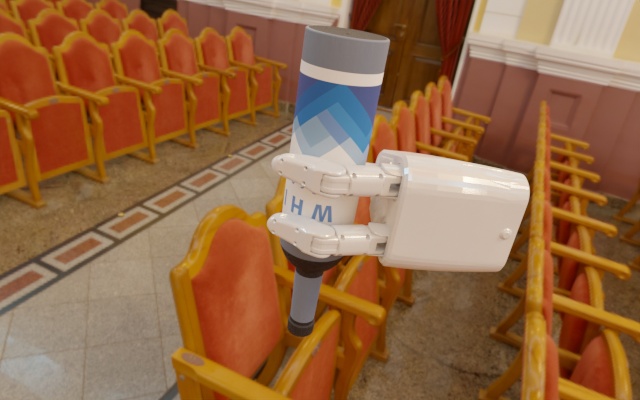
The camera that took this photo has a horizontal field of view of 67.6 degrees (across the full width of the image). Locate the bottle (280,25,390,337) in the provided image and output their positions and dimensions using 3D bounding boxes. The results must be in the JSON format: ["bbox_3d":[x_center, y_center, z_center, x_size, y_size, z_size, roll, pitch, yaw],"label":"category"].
[{"bbox_3d":[0.000,0.001,0.433,0.069,0.296,0.069,7,25,-4],"label":"bottle"}]
